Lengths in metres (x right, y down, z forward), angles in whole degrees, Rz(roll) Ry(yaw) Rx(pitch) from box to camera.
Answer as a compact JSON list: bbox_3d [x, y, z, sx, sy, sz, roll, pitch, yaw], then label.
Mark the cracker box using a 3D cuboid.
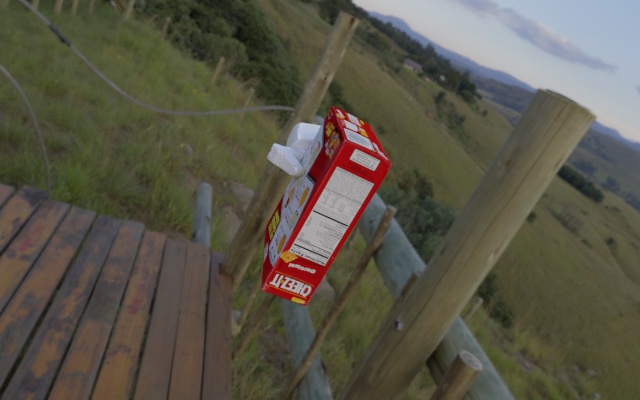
[{"bbox_3d":[0.000,0.002,0.619,0.072,0.214,0.164,24,20,-14],"label":"cracker box"}]
